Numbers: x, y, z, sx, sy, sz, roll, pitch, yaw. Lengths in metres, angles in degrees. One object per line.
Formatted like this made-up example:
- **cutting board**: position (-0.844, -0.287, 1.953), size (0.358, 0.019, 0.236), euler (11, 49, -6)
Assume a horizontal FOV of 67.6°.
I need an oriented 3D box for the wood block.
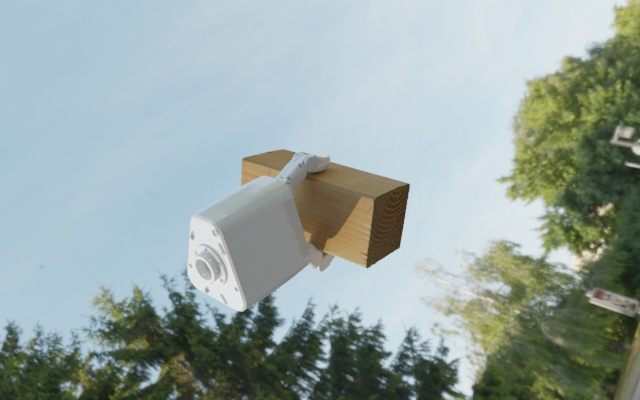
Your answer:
- **wood block**: position (0.000, 0.002, 0.624), size (0.206, 0.091, 0.090), euler (19, 23, 32)
